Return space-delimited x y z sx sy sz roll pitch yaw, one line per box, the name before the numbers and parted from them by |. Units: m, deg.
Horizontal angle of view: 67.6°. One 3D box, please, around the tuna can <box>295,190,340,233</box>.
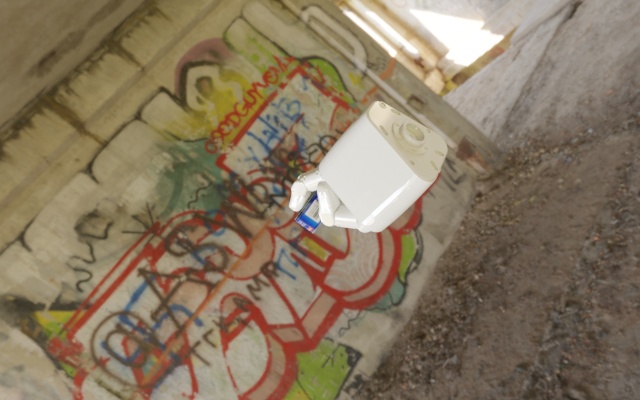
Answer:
tuna can | 0.000 0.002 0.672 0.034 0.086 0.086 34 -2 -3
